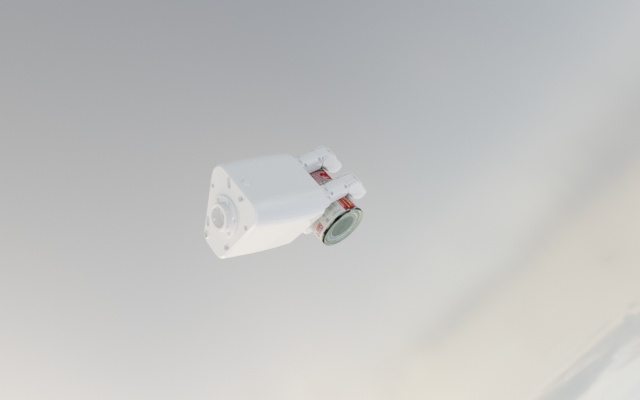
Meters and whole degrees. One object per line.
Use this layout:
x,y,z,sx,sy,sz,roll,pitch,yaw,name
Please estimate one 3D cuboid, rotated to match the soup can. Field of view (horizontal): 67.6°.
0.001,0.002,0.641,0.102,0.068,0.068,48,26,26,soup can
